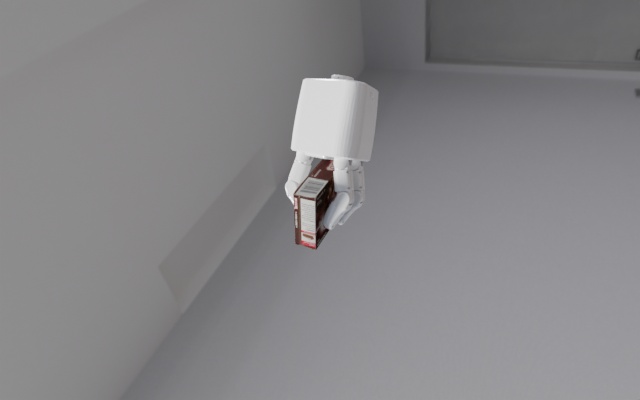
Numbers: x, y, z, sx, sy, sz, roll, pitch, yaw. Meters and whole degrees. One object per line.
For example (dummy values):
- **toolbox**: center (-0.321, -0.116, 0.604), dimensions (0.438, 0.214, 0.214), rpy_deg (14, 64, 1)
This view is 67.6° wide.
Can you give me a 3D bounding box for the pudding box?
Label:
- **pudding box**: center (0.000, 0.002, 0.697), dimensions (0.039, 0.090, 0.113), rpy_deg (14, 36, 21)
